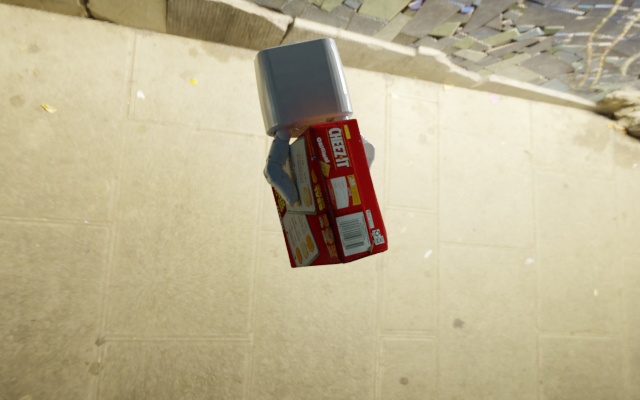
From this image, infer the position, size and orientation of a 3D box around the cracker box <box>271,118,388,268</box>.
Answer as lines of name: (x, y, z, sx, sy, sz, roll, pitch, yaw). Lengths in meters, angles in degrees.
cracker box: (0.000, 0.002, 0.643, 0.072, 0.164, 0.214, -12, -5, -21)
